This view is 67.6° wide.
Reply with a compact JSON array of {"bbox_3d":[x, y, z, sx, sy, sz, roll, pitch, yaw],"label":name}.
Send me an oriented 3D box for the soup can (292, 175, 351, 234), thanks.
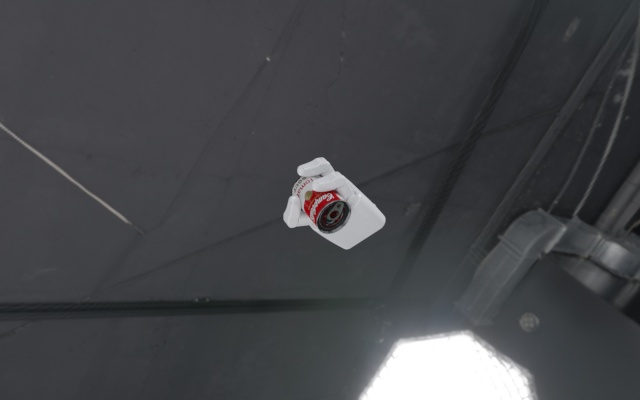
[{"bbox_3d":[0.000,0.002,0.846,0.068,0.068,0.102,0,31,-33],"label":"soup can"}]
